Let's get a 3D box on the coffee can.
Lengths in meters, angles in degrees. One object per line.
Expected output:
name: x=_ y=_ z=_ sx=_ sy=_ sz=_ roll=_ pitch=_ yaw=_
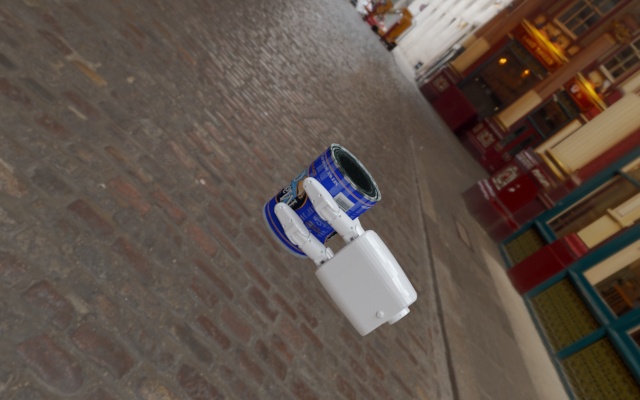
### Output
coffee can: x=0.000 y=0.002 z=0.685 sx=0.140 sy=0.102 sz=0.103 roll=-40 pitch=-17 yaw=21
